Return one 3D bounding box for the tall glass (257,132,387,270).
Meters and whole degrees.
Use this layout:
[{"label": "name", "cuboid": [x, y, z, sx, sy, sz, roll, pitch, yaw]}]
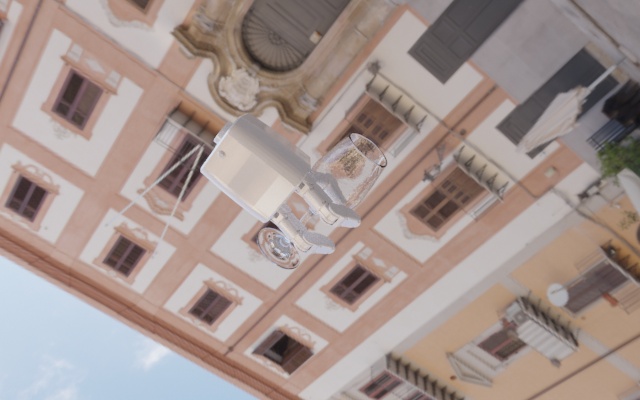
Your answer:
[{"label": "tall glass", "cuboid": [0.000, 0.003, 0.635, 0.201, 0.079, 0.079, -48, -26, 26]}]
